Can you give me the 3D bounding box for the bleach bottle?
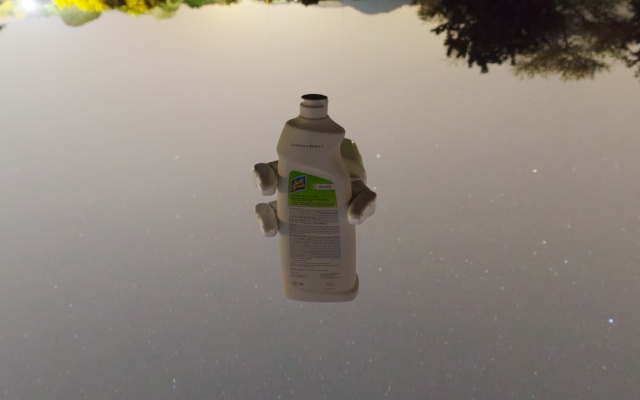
[{"bbox_3d":[0.000,0.002,0.564,0.102,0.251,0.068,1,27,-1],"label":"bleach bottle"}]
